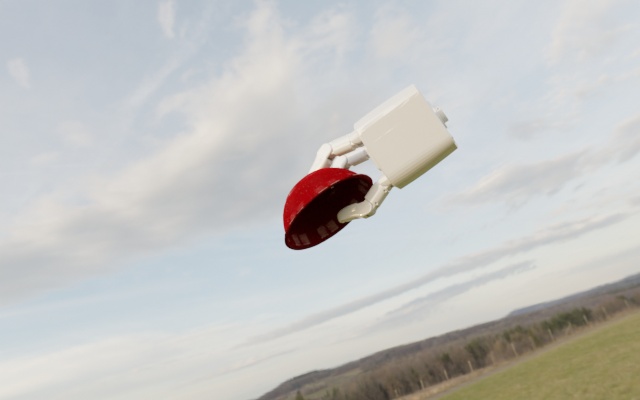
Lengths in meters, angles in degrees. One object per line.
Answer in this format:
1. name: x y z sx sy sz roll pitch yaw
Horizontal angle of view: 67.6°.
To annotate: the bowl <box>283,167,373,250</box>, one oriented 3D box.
1. bowl: -0.001 0.003 0.721 0.162 0.162 0.055 0 44 -54
